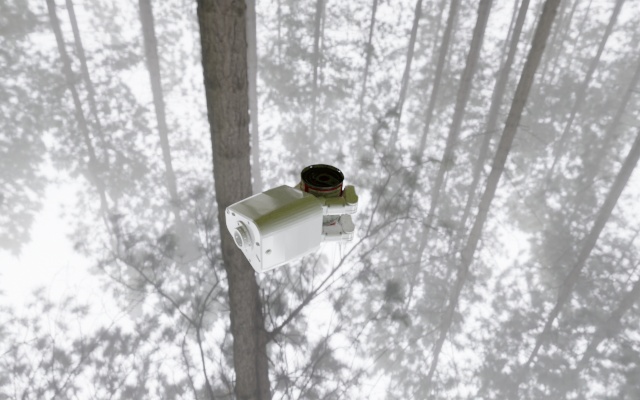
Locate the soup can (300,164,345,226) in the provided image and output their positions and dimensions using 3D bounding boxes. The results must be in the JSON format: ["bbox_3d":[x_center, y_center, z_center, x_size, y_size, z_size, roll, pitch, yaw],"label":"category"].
[{"bbox_3d":[0.000,0.003,0.760,0.068,0.102,0.068,3,36,-2],"label":"soup can"}]
